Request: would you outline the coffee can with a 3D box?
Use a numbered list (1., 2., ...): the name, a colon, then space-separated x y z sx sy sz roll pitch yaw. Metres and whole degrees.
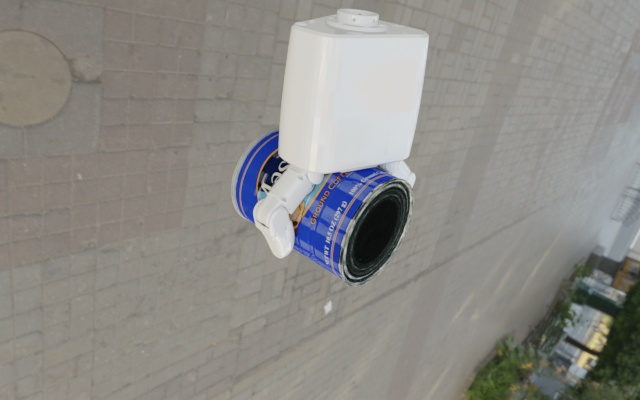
1. coffee can: 0.000 0.002 0.448 0.140 0.103 0.103 28 16 33
